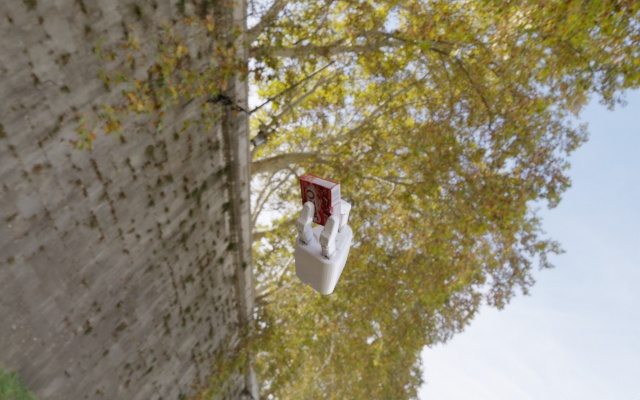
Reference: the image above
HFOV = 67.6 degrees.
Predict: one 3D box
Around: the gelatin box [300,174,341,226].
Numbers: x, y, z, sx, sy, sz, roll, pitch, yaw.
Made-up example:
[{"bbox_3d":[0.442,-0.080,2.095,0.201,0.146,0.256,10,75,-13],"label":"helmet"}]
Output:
[{"bbox_3d":[0.000,0.002,0.876,0.073,0.089,0.030,20,38,34],"label":"gelatin box"}]
